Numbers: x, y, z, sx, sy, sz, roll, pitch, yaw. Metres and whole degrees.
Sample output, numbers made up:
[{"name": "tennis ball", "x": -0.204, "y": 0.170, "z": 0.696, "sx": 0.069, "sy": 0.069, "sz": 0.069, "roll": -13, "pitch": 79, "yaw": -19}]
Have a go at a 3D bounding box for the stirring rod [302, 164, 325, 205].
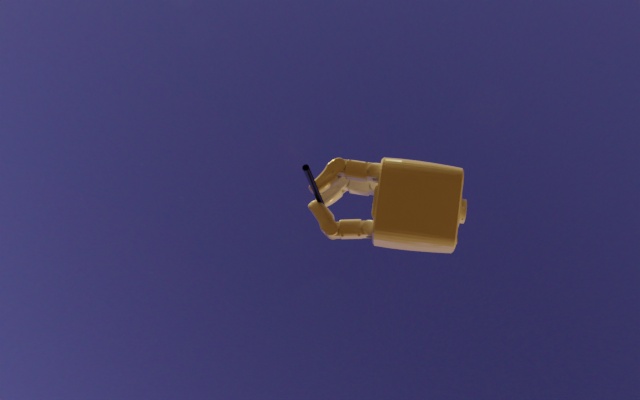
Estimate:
[{"name": "stirring rod", "x": 0.000, "y": 0.002, "z": 0.657, "sx": 0.011, "sy": 0.011, "sz": 0.240, "roll": 0, "pitch": -19, "yaw": 9}]
